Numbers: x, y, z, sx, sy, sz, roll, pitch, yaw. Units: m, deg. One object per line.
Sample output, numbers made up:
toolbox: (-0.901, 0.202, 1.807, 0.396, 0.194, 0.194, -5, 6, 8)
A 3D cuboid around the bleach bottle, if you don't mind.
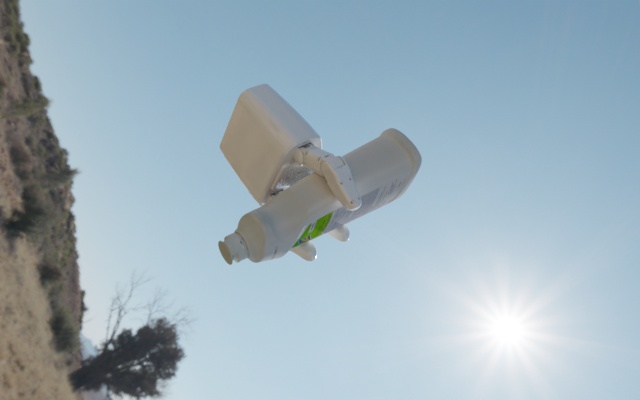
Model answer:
bleach bottle: (0.000, 0.002, 0.551, 0.251, 0.068, 0.103, -26, -26, -30)
